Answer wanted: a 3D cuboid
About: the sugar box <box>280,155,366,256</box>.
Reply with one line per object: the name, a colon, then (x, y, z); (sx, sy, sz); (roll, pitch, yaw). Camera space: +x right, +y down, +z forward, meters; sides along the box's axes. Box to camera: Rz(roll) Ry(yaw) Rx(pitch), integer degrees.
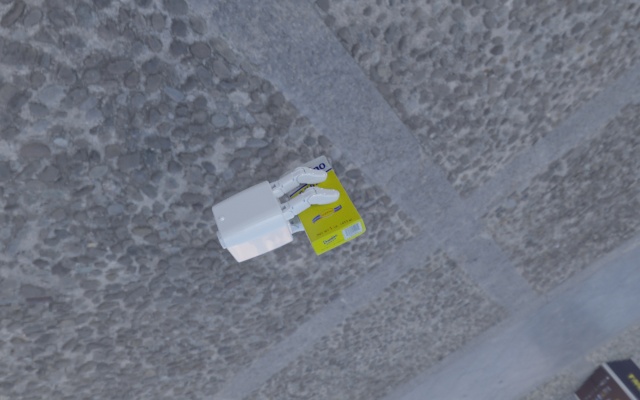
sugar box: (0.000, 0.003, 0.832); (0.093, 0.176, 0.048); (-25, -40, -4)
